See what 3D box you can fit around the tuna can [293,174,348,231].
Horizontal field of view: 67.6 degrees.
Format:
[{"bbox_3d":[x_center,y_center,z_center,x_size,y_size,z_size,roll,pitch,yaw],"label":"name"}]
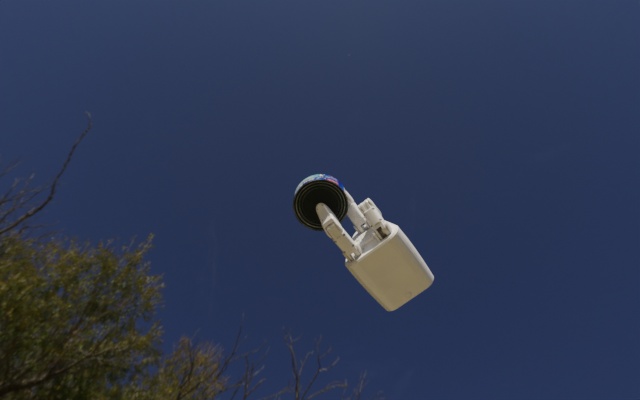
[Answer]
[{"bbox_3d":[0.000,0.002,0.749,0.086,0.086,0.033,0,21,0],"label":"tuna can"}]
